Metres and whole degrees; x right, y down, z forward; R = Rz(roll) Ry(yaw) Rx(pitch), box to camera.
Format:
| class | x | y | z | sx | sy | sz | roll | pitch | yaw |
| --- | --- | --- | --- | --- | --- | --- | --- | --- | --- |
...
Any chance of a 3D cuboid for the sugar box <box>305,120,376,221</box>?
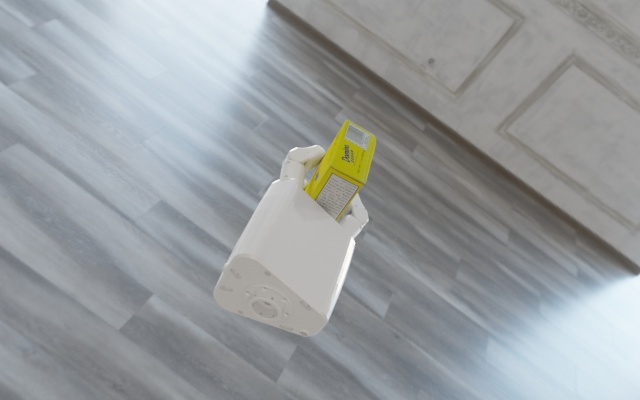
| class | x | y | z | sx | sy | sz | roll | pitch | yaw |
| --- | --- | --- | --- | --- | --- | --- | --- | --- | --- |
| sugar box | 0.000 | 0.002 | 0.553 | 0.048 | 0.093 | 0.176 | 29 | -49 | -8 |
